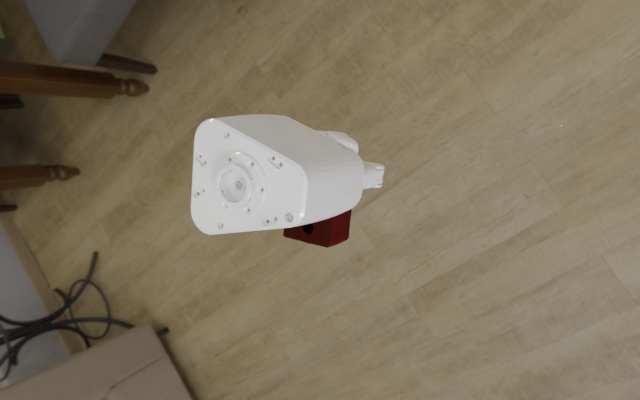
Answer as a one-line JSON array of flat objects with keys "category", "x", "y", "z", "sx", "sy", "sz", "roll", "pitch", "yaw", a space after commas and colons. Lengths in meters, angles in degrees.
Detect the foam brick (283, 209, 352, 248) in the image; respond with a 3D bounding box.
[{"category": "foam brick", "x": 0.000, "y": 0.002, "z": 0.479, "sx": 0.053, "sy": 0.078, "sz": 0.051, "roll": 12, "pitch": 13, "yaw": 24}]
